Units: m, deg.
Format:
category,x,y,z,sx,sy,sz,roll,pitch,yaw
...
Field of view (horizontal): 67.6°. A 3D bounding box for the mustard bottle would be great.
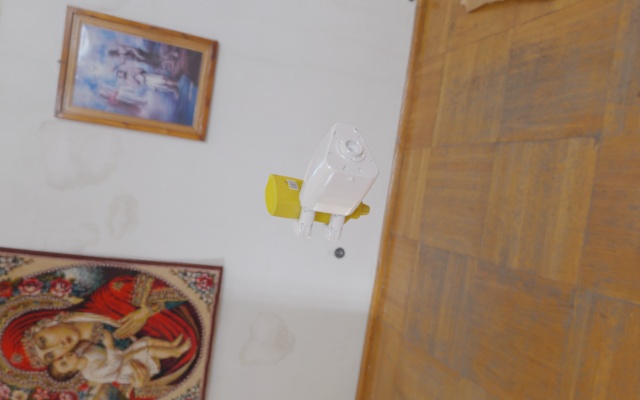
category,x,y,z,sx,sy,sz,roll,pitch,yaw
mustard bottle,0.000,0.003,0.856,0.191,0.058,0.096,9,28,-20
